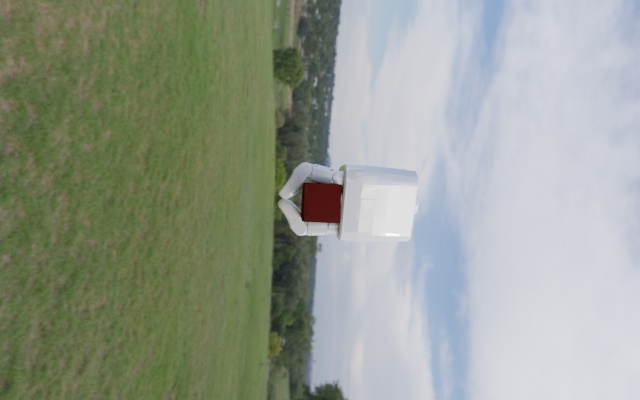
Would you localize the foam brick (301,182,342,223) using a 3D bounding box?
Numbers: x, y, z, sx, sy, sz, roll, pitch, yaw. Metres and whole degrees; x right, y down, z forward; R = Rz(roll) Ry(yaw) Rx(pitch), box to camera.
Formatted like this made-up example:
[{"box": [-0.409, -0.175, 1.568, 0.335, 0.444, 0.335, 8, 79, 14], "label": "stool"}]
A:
[{"box": [0.000, 0.002, 0.660, 0.051, 0.053, 0.078, 4, 2, -3], "label": "foam brick"}]
